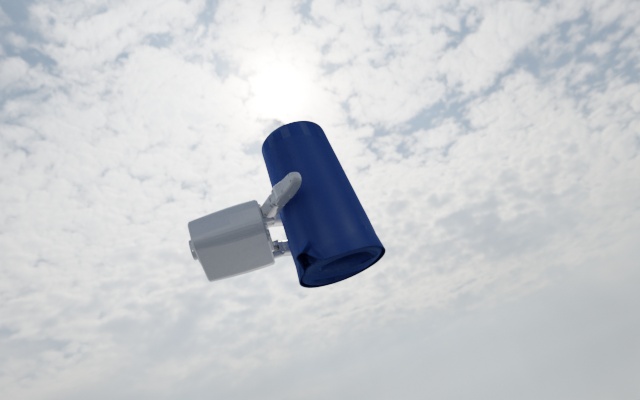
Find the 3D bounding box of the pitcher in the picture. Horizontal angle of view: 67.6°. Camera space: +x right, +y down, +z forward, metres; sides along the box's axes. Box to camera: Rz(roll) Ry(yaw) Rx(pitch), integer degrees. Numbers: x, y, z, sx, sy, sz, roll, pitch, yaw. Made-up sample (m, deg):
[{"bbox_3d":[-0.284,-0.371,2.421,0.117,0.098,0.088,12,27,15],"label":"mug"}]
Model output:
[{"bbox_3d":[0.000,0.002,0.739,0.145,0.242,0.149,-18,-25,-9],"label":"pitcher"}]
